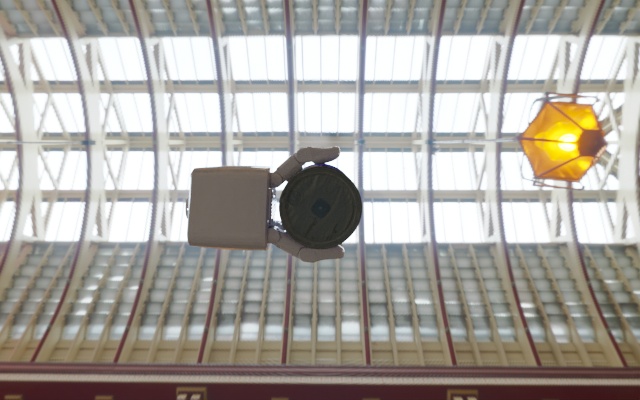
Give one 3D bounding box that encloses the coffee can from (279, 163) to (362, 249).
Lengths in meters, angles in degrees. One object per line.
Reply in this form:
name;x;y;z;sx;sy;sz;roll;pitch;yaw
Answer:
coffee can;0.000;0.002;0.651;0.103;0.103;0.140;0;6;0
